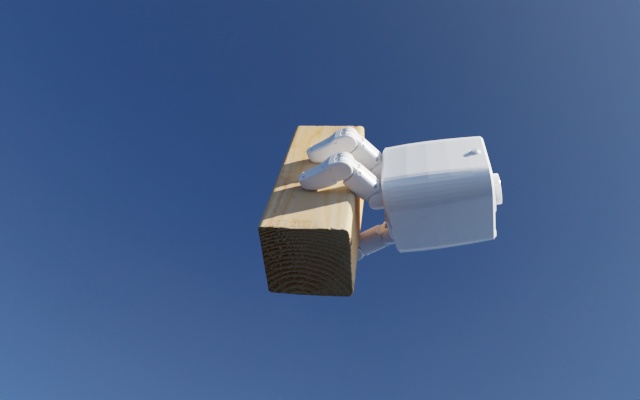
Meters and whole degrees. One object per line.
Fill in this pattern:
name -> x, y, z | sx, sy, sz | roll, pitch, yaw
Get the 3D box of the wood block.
wood block -> 0.001, 0.002, 0.546 | 0.090, 0.091, 0.206 | 1, 36, 9
